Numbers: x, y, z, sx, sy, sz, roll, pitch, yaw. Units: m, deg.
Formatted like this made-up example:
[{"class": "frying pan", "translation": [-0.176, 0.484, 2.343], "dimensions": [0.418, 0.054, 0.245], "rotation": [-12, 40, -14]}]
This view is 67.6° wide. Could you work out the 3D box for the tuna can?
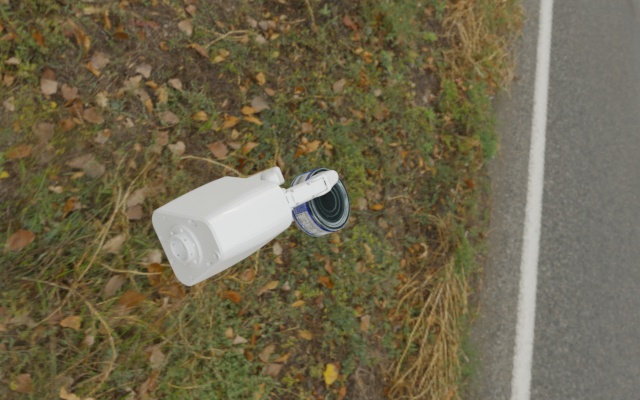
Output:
[{"class": "tuna can", "translation": [0.001, 0.002, 0.619], "dimensions": [0.034, 0.086, 0.086], "rotation": [-18, -12, 40]}]
